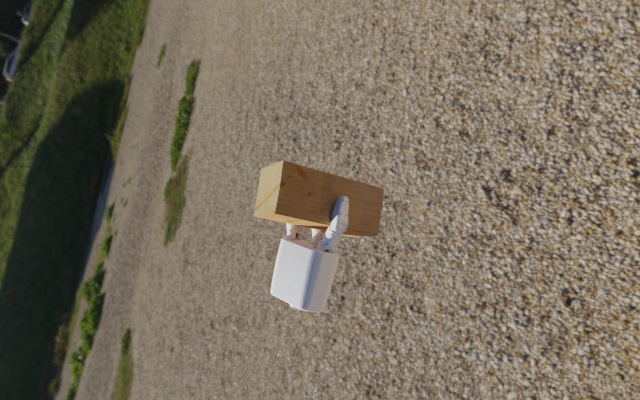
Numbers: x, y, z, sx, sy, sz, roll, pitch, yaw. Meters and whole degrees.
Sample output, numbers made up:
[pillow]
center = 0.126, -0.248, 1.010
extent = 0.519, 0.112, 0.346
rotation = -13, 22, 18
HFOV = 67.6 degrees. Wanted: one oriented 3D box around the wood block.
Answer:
[wood block]
center = 0.000, 0.003, 0.845
extent = 0.206, 0.090, 0.091
rotation = 14, -12, -29
